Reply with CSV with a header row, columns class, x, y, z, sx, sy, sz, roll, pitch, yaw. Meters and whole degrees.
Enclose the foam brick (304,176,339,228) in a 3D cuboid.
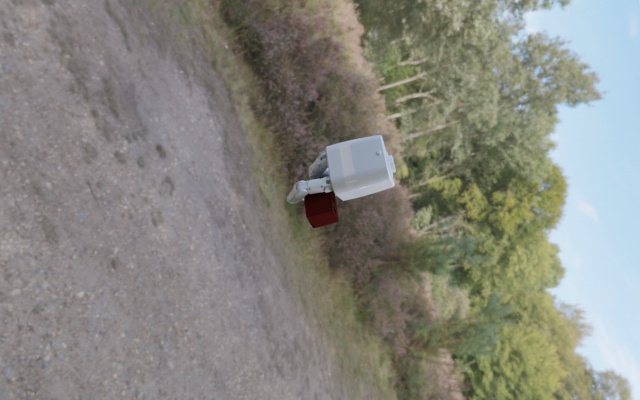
class,x,y,z,sx,sy,sz,roll,pitch,yaw
foam brick,0.000,0.003,0.894,0.051,0.078,0.053,-12,-28,9
